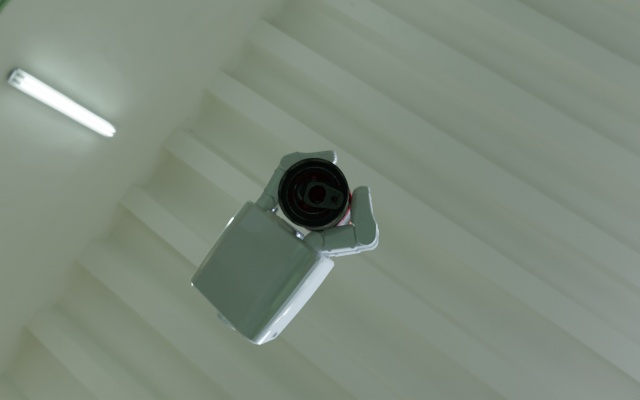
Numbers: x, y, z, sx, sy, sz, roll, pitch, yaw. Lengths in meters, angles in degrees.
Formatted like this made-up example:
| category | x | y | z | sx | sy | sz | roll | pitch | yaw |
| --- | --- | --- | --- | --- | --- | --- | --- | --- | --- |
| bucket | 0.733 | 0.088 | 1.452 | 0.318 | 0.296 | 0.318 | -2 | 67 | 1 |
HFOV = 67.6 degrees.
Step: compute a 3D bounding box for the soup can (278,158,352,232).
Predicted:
| category | x | y | z | sx | sy | sz | roll | pitch | yaw |
| --- | --- | --- | --- | --- | --- | --- | --- | --- | --- |
| soup can | 0.000 | 0.001 | 0.496 | 0.068 | 0.068 | 0.102 | 0 | -10 | 8 |
